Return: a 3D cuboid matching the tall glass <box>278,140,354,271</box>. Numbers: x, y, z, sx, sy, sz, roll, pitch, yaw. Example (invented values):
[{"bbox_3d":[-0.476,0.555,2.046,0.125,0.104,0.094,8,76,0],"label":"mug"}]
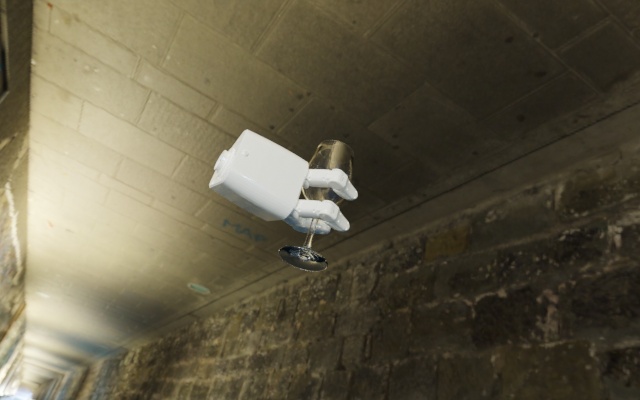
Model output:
[{"bbox_3d":[0.000,0.003,0.735,0.079,0.201,0.079,13,-30,8],"label":"tall glass"}]
